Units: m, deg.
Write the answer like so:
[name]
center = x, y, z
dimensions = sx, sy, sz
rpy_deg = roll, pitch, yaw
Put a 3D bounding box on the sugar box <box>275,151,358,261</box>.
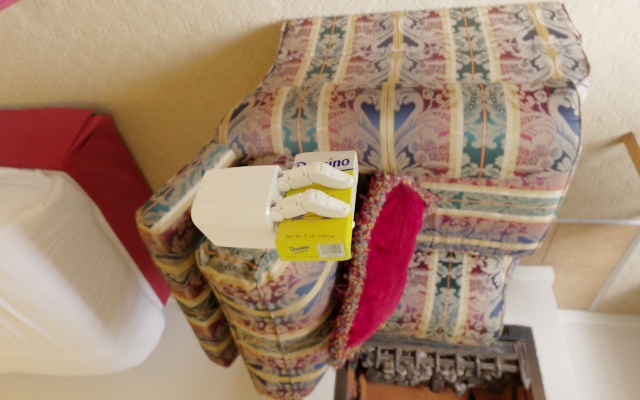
[sugar box]
center = 0.000, 0.002, 0.654
dimensions = 0.093, 0.176, 0.048
rpy_deg = -2, -43, 10
